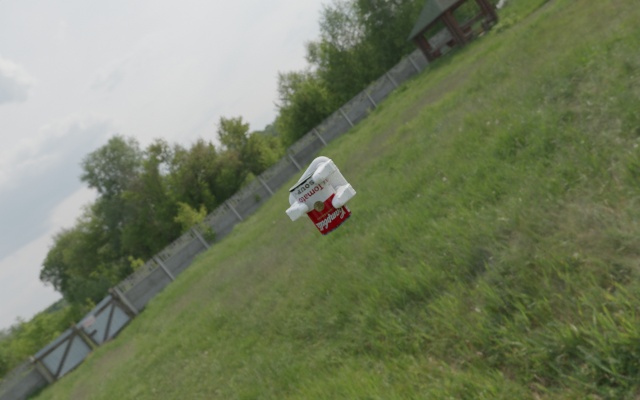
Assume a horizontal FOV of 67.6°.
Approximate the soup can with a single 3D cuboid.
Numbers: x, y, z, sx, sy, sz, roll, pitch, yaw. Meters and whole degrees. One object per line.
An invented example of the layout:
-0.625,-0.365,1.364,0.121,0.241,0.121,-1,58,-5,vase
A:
0.000,0.003,0.855,0.068,0.102,0.068,-37,7,5,soup can
